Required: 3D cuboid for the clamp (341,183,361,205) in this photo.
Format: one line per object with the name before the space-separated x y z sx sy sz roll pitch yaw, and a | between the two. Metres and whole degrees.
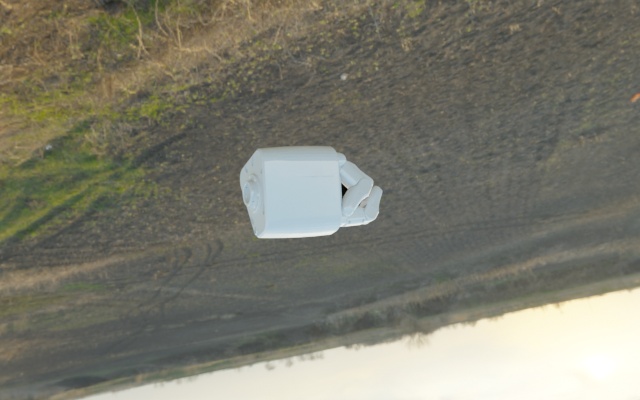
clamp | 0.000 0.003 0.725 0.120 0.039 0.171 -3 -18 -28
